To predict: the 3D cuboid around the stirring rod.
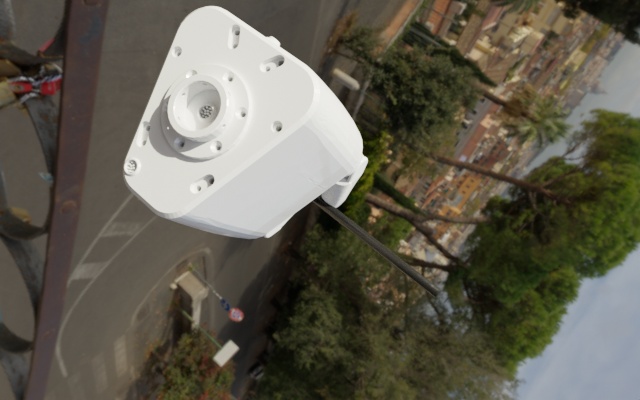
[{"bbox_3d":[0.000,0.001,0.404,0.239,0.011,0.011,38,12,16],"label":"stirring rod"}]
